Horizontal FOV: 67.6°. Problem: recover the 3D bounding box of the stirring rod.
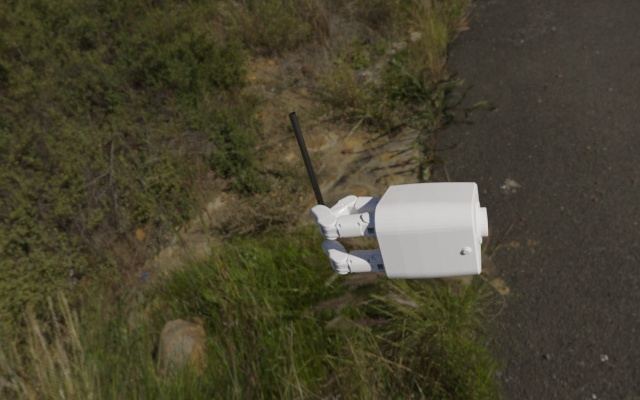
[{"bbox_3d":[0.000,0.002,0.590,0.011,0.240,0.011,-13,32,8],"label":"stirring rod"}]
